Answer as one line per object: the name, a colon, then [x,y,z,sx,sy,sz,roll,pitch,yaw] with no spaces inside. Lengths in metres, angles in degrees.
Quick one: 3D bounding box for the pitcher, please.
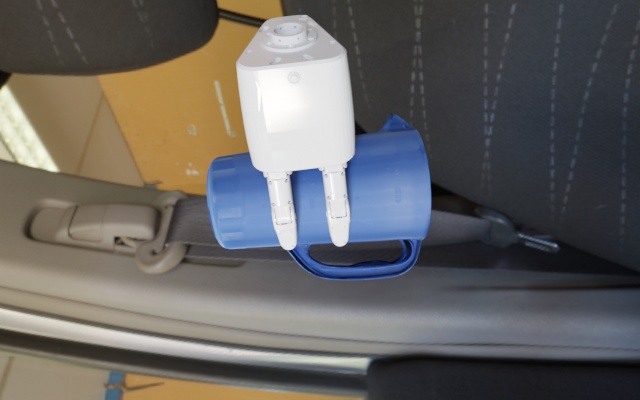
pitcher: [0.000,0.002,0.556,0.243,0.145,0.149,-6,45,-1]
